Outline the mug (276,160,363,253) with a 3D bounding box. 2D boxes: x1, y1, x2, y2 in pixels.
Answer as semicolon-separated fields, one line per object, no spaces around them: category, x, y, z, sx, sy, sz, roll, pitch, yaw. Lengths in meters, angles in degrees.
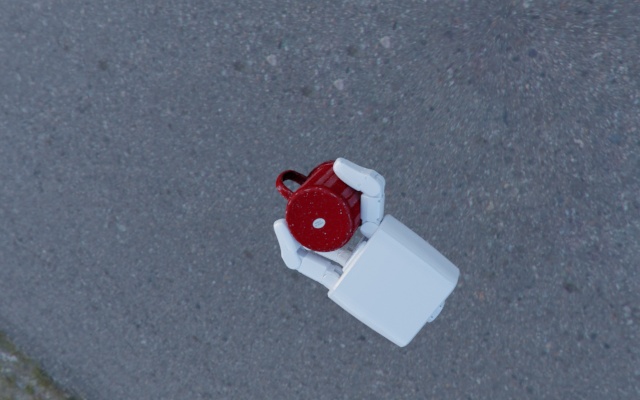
mug;-0.001;0.001;0.558;0.117;0.093;0.081;34;28;4
